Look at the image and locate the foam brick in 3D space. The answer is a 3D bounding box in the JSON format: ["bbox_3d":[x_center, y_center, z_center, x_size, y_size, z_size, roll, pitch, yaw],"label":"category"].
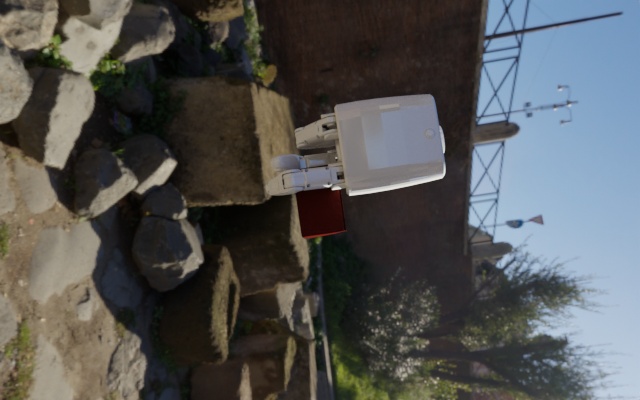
[{"bbox_3d":[0.000,0.002,0.545,0.051,0.078,0.053,-8,-4,1],"label":"foam brick"}]
